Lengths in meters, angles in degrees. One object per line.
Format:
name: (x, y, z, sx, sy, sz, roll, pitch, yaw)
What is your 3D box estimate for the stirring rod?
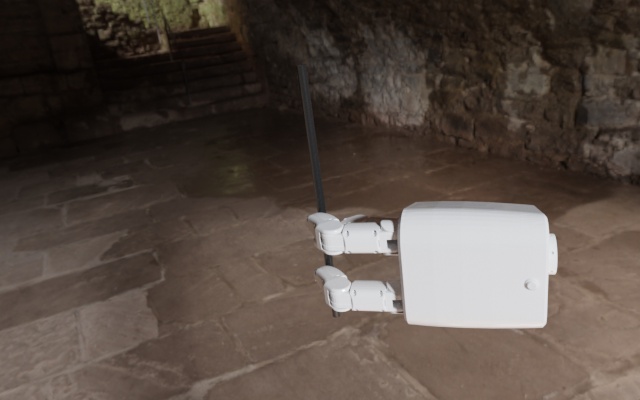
stirring rod: (0.000, 0.001, 0.432, 0.011, 0.240, 0.011, -7, 20, 3)
